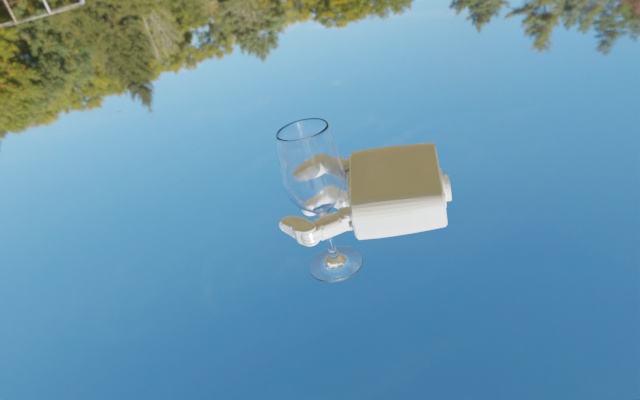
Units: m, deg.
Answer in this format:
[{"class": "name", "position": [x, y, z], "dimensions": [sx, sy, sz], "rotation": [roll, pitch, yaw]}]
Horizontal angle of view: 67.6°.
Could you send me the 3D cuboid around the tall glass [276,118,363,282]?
[{"class": "tall glass", "position": [0.000, 0.003, 0.595], "dimensions": [0.079, 0.201, 0.079], "rotation": [-11, 30, 6]}]
